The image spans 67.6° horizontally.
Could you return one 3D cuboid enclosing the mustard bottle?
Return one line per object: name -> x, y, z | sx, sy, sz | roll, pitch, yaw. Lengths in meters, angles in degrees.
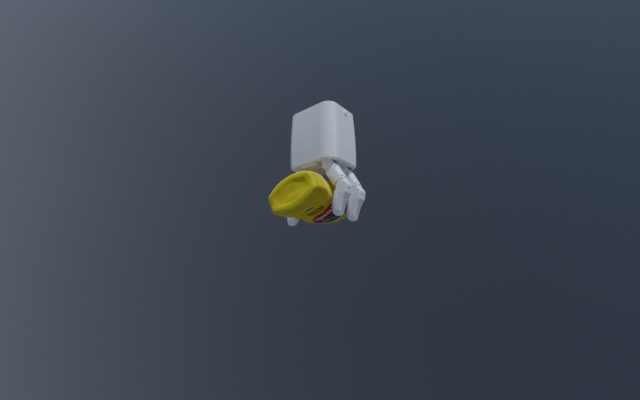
mustard bottle -> 0.000, 0.003, 0.845 | 0.096, 0.058, 0.192 | -34, -25, 22
